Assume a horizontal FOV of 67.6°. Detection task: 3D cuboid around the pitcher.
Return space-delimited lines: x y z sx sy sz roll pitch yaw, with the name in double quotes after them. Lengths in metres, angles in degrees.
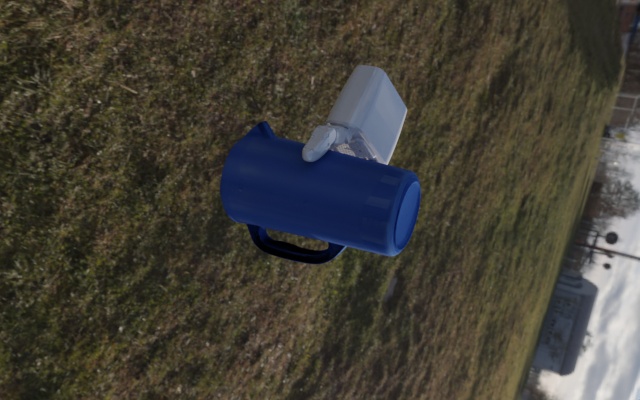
0.000 0.002 0.634 0.243 0.145 0.149 14 -25 25 "pitcher"
